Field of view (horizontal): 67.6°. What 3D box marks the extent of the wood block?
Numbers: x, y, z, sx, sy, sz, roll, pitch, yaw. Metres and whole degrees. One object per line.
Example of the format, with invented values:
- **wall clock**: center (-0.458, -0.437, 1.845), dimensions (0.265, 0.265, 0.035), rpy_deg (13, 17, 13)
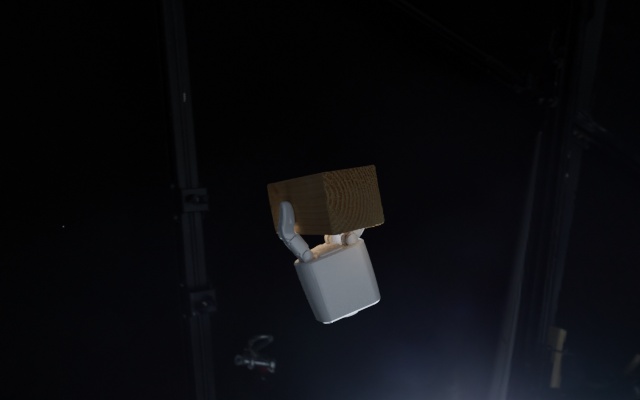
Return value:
- **wood block**: center (0.000, 0.003, 0.763), dimensions (0.091, 0.090, 0.206), rpy_deg (-11, 2, -28)
